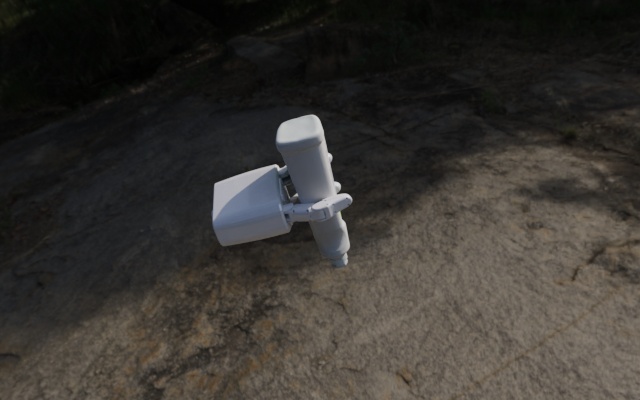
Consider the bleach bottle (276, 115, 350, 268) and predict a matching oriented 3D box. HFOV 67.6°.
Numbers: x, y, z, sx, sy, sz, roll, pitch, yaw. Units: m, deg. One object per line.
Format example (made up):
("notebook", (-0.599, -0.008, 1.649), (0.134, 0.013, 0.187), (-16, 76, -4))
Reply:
("bleach bottle", (0.000, 0.002, 0.735), (0.068, 0.251, 0.102), (-15, 28, 5))
